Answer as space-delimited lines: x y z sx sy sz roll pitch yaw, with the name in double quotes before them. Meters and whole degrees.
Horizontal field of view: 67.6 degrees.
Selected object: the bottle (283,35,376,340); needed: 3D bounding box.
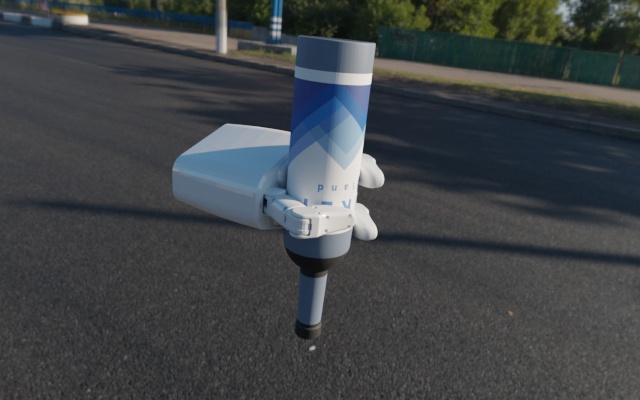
"bottle" 0.000 0.001 0.454 0.069 0.296 0.069 5 20 -2
